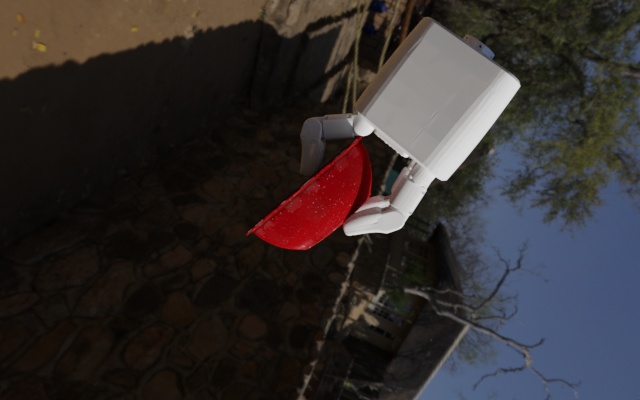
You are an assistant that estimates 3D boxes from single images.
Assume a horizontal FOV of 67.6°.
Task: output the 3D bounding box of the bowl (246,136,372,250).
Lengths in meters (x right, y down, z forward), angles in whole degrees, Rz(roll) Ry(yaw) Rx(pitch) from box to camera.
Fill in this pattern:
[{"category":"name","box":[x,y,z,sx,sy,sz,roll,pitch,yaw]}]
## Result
[{"category":"bowl","box":[-0.001,0.003,0.501,0.162,0.055,0.162,-40,3,2]}]
